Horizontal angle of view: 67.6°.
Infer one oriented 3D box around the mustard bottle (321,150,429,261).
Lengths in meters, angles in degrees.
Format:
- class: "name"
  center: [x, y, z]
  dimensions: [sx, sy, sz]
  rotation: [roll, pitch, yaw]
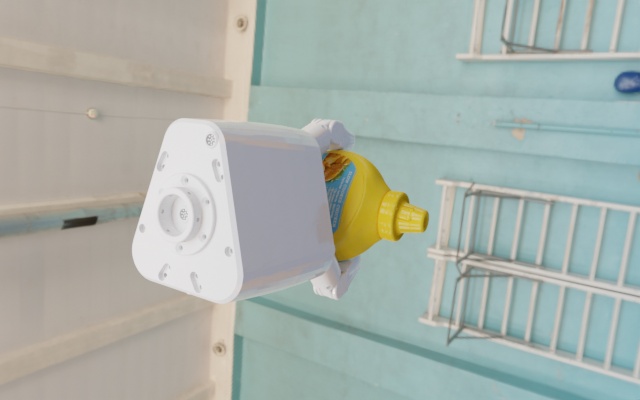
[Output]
- class: "mustard bottle"
  center: [0.000, 0.001, 0.421]
  dimensions: [0.191, 0.096, 0.058]
  rotation: [10, -17, 29]
